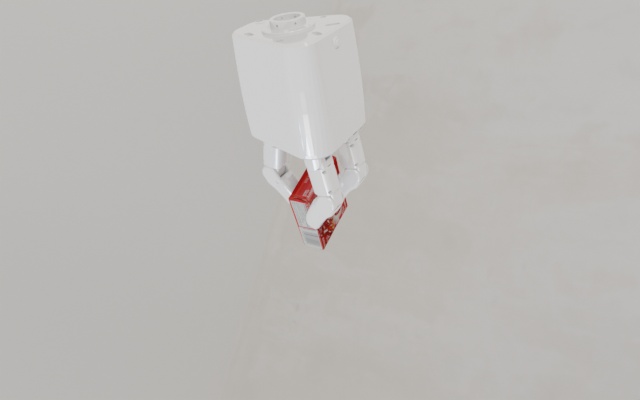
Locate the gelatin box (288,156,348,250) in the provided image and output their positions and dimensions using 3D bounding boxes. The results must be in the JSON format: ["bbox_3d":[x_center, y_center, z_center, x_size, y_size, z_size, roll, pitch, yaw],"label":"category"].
[{"bbox_3d":[0.000,0.002,0.556,0.030,0.073,0.089,13,-37,24],"label":"gelatin box"}]
